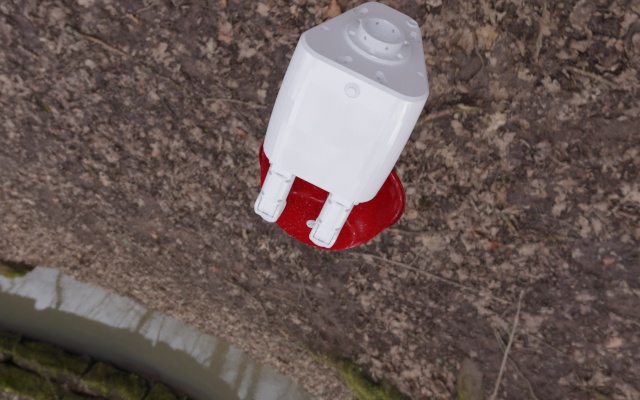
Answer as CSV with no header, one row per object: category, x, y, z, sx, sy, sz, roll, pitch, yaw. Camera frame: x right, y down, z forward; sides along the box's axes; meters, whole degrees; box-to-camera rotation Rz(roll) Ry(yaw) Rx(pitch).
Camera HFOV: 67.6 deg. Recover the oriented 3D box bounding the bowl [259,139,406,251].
bowl,0.000,0.003,0.479,0.162,0.055,0.162,18,-33,12
